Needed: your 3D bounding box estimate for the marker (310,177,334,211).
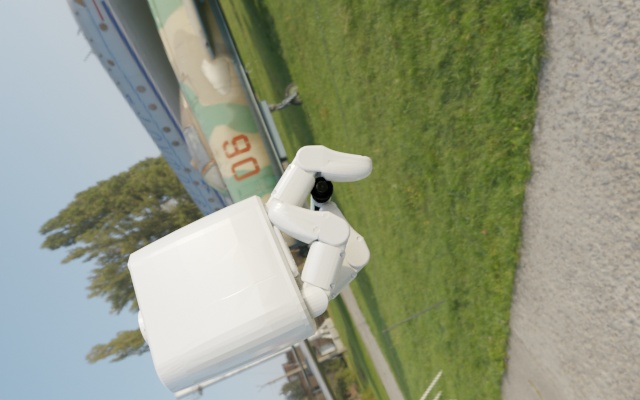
[{"bbox_3d":[0.000,0.001,0.428,0.020,0.020,0.121,0,-11,-1],"label":"marker"}]
